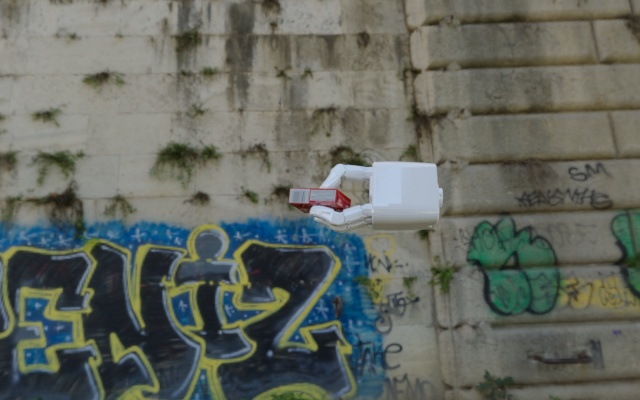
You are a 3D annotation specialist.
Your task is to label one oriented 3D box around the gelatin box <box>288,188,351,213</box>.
[{"bbox_3d":[0.000,0.002,0.818,0.089,0.030,0.073,2,-14,21],"label":"gelatin box"}]
